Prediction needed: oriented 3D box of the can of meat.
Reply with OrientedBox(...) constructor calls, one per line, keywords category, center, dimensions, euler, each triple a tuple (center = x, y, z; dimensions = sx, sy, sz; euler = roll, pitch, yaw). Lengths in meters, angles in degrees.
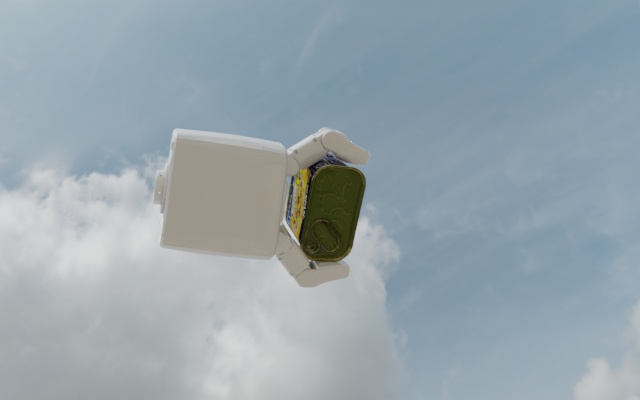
OrientedBox(category="can of meat", center=(0.000, 0.001, 0.512), dimensions=(0.057, 0.102, 0.084), euler=(4, 17, -20))
